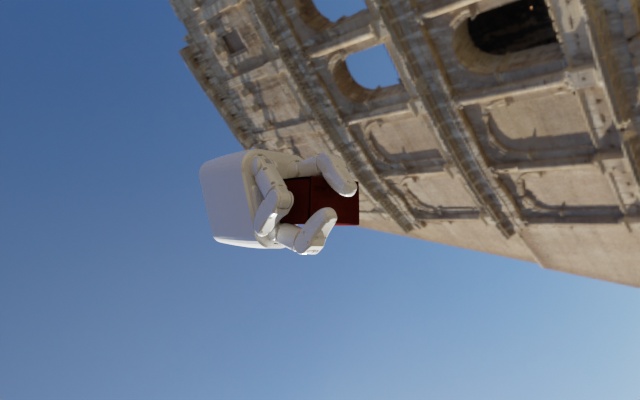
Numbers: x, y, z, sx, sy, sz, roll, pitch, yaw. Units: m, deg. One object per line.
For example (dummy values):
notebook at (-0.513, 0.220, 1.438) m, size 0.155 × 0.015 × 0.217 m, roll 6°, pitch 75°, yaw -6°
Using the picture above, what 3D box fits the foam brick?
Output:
foam brick at (0.000, 0.002, 0.544) m, size 0.078 × 0.053 × 0.051 m, roll 5°, pitch -6°, yaw -43°
